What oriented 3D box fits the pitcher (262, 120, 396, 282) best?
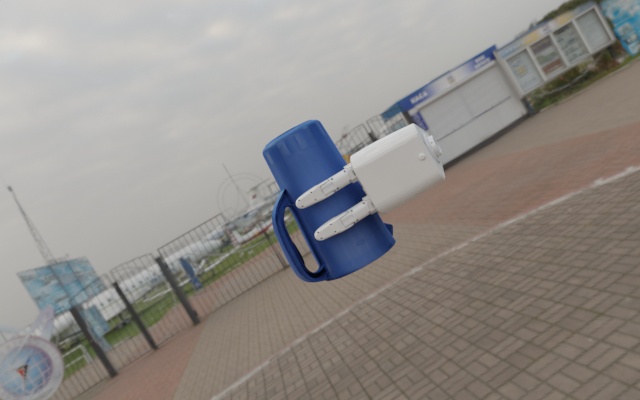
[{"bbox_3d":[0.000,0.002,0.768,0.145,0.243,0.149,-29,3,21],"label":"pitcher"}]
